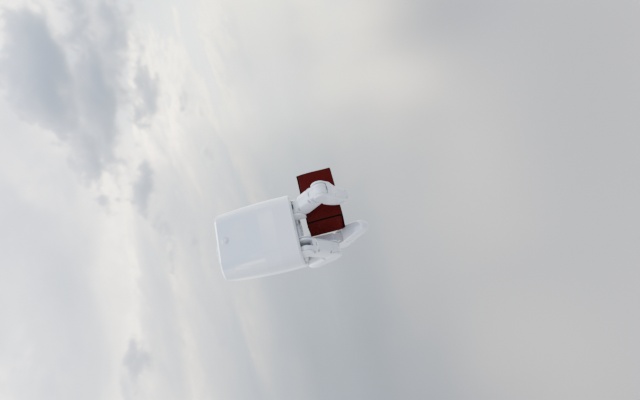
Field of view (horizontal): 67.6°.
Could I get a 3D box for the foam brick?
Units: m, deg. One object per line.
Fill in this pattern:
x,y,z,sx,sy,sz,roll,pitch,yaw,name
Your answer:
0.000,0.002,0.677,0.051,0.078,0.053,-14,-26,1,foam brick
